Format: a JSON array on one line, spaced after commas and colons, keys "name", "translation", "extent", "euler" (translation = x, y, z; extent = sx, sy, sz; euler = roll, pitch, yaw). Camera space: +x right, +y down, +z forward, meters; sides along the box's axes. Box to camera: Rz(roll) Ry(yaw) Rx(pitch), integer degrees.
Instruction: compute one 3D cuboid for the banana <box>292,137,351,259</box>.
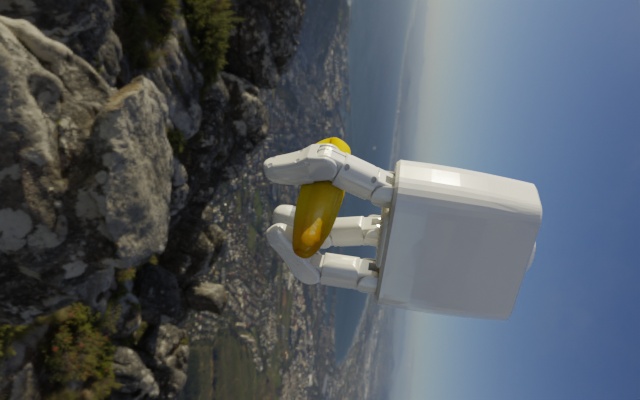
[{"name": "banana", "translation": [0.004, -0.017, 0.419], "extent": [0.037, 0.070, 0.197], "euler": [13, 18, -1]}]
